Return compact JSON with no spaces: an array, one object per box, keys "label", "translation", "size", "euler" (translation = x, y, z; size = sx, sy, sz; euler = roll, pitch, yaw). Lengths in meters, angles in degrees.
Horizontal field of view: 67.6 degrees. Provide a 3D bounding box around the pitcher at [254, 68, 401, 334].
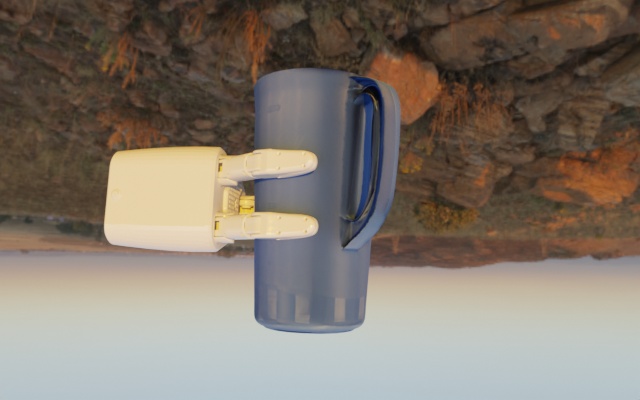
[{"label":"pitcher","translation":[0.000,0.002,0.468],"size":[0.145,0.243,0.149],"euler":[1,-7,6]}]
